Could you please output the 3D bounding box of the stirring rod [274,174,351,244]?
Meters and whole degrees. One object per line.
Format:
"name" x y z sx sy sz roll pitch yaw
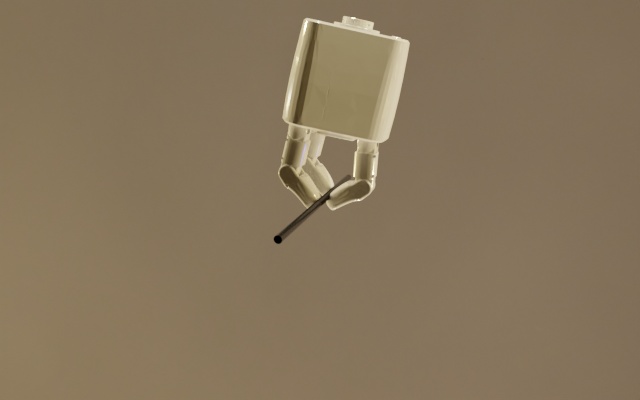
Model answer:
"stirring rod" 0.000 0.002 0.525 0.011 0.011 0.239 0 16 19
